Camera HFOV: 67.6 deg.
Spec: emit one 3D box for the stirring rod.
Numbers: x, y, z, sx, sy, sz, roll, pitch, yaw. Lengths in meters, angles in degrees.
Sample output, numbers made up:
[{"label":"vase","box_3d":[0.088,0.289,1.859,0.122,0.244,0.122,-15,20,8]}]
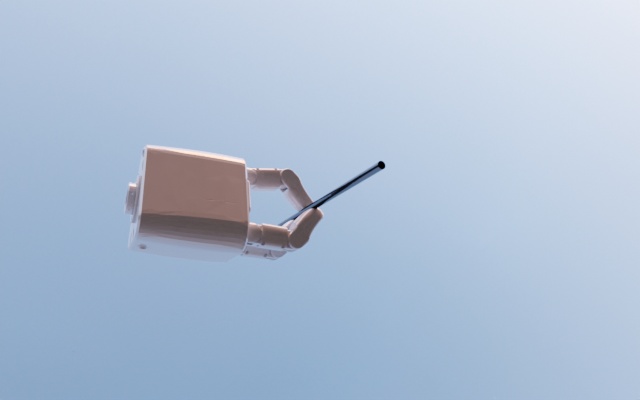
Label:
[{"label":"stirring rod","box_3d":[0.000,0.002,0.518,0.011,0.011,0.239,0,-16,-27]}]
